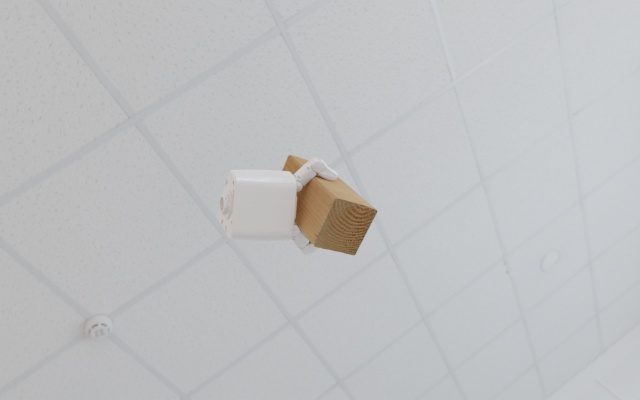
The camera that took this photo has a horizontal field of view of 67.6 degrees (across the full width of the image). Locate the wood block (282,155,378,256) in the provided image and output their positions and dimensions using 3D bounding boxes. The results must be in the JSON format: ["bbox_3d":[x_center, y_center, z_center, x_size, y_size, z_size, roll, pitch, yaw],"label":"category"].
[{"bbox_3d":[0.000,0.002,0.855,0.090,0.091,0.206,16,17,-32],"label":"wood block"}]
